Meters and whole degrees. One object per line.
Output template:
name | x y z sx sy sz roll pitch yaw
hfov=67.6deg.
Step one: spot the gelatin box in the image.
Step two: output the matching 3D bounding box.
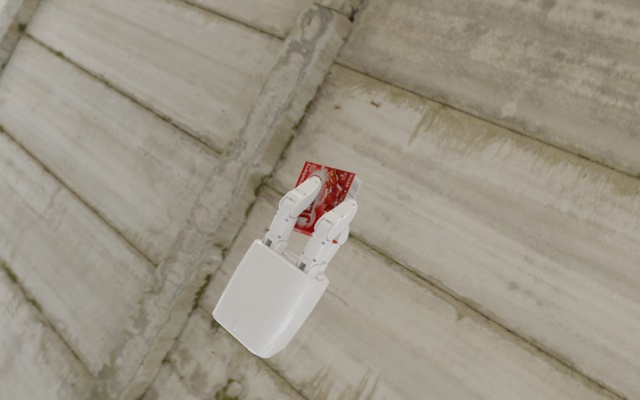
gelatin box | 0.000 0.002 0.592 0.073 0.089 0.030 16 -14 28
